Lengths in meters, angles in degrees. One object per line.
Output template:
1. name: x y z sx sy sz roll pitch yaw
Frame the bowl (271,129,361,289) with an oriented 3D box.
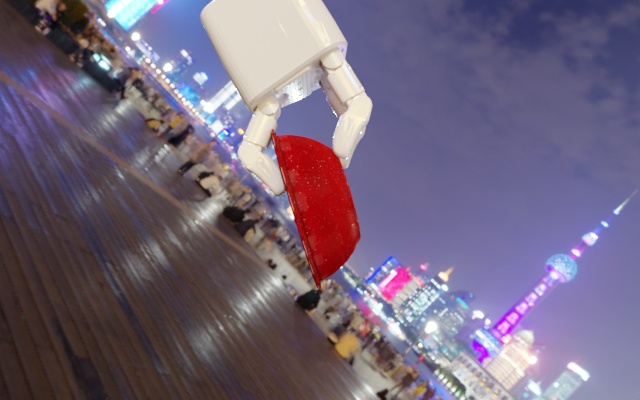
1. bowl: 0.001 0.003 0.468 0.055 0.162 0.162 -16 0 -2
